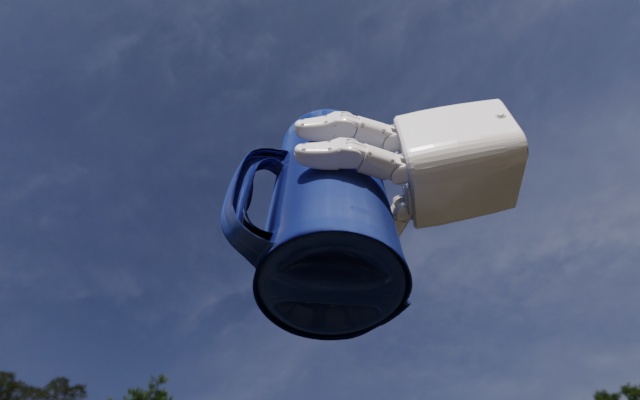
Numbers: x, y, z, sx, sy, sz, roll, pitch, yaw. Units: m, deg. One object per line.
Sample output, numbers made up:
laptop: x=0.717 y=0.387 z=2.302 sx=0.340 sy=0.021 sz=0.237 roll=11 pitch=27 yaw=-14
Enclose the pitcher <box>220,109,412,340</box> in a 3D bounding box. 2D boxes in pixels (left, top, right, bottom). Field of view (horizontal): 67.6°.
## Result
pitcher: x=0.000 y=0.002 z=0.483 sx=0.145 sy=0.149 sz=0.242 roll=-11 pitch=37 yaw=7
